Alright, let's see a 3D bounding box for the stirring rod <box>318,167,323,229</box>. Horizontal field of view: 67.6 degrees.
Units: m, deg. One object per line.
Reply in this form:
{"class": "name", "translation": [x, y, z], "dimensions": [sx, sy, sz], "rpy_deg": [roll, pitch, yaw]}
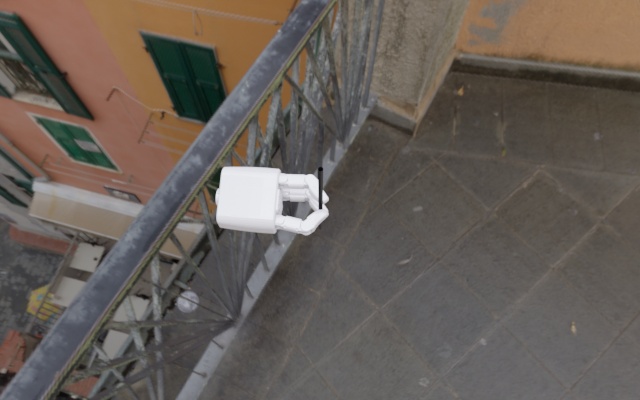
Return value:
{"class": "stirring rod", "translation": [0.000, 0.003, 0.845], "dimensions": [0.011, 0.011, 0.240], "rpy_deg": [0, -25, 0]}
